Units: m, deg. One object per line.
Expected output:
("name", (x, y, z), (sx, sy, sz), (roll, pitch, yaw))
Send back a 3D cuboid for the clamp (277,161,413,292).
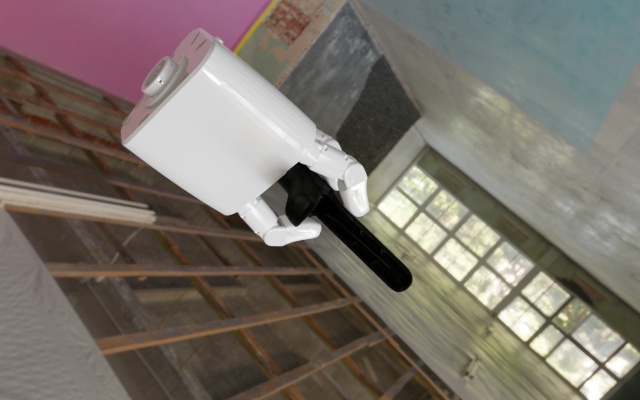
("clamp", (-0.001, 0.002, 0.467), (0.165, 0.036, 0.210), (39, 7, -35))
